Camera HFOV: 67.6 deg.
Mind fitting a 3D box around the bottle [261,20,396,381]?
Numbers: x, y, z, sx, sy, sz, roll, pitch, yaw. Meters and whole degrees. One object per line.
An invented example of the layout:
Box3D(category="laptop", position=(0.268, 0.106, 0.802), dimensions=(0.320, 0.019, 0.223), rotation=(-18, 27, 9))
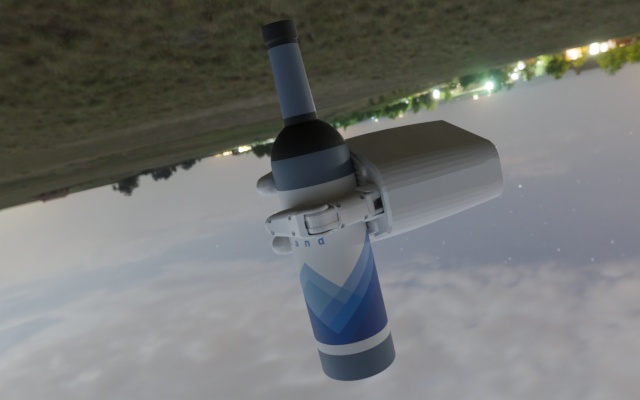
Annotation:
Box3D(category="bottle", position=(0.000, 0.002, 0.403), dimensions=(0.069, 0.296, 0.069), rotation=(-13, 9, 2))
